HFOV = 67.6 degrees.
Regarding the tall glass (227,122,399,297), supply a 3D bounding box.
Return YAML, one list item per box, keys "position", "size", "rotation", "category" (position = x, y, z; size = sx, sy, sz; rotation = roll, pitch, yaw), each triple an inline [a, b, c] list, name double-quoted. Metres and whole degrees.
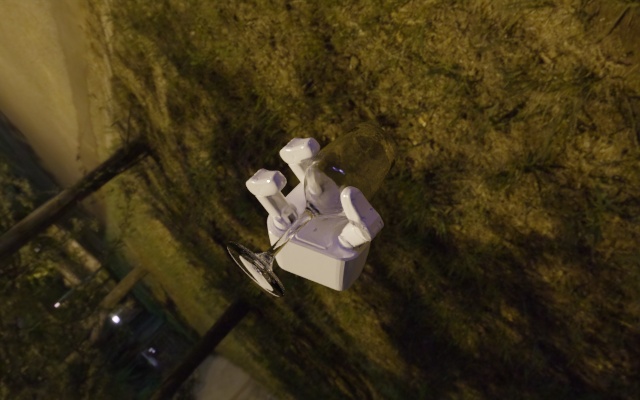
- position: [0.000, 0.002, 0.498]
  size: [0.201, 0.079, 0.079]
  rotation: [-46, 23, -24]
  category: "tall glass"
